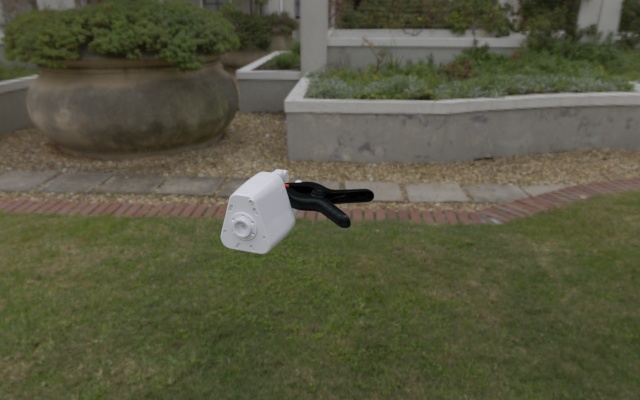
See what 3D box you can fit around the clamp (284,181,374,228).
[{"bbox_3d":[0.000,0.002,0.846,0.171,0.039,0.120,7,24,17],"label":"clamp"}]
